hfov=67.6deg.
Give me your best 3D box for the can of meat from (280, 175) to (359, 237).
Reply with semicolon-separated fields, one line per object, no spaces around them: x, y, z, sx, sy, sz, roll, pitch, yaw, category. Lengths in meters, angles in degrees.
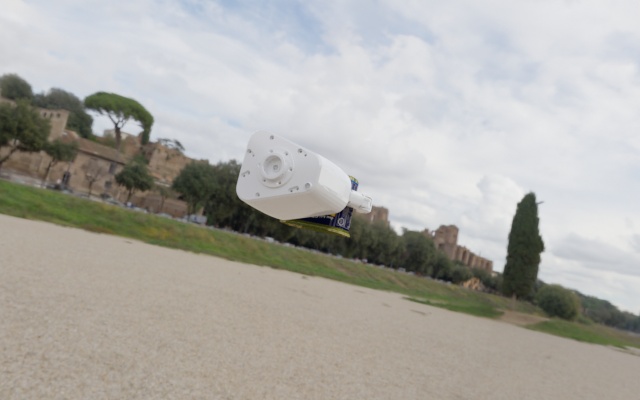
0.000;0.002;0.699;0.102;0.084;0.057;9;-8;26;can of meat
